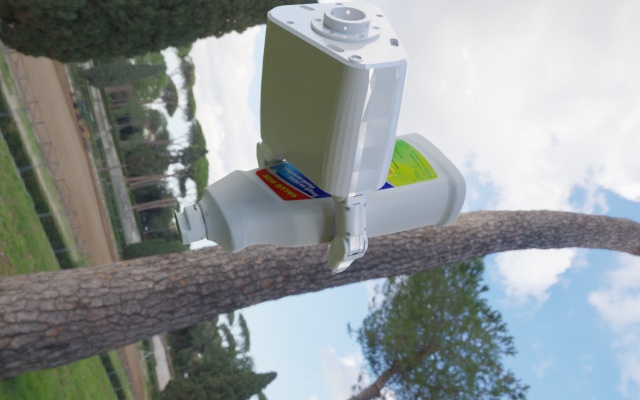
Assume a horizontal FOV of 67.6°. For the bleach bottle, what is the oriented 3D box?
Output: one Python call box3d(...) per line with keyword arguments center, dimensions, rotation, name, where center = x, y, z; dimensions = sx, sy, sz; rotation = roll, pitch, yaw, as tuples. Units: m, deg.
box3d(center=(0.000, 0.001, 0.433), dimensions=(0.251, 0.068, 0.102), rotation=(-13, 46, -22), name="bleach bottle")
